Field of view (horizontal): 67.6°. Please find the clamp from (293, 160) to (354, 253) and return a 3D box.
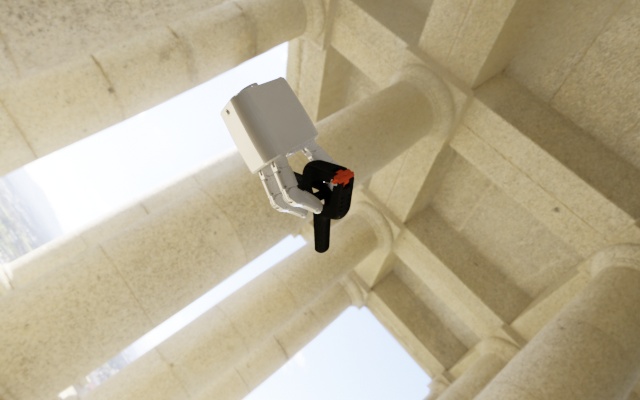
[{"bbox_3d":[0.001,0.002,0.730,0.036,0.164,0.210,-31,5,-26],"label":"clamp"}]
